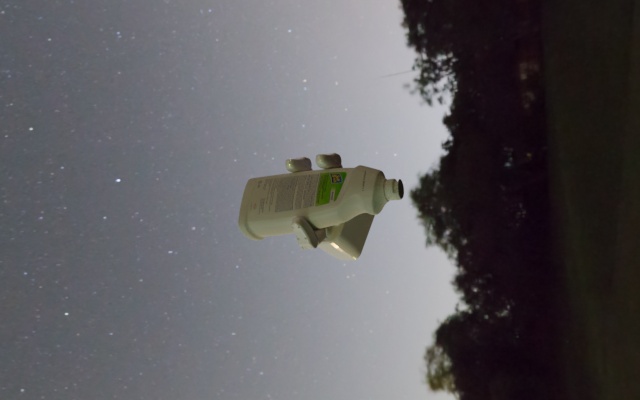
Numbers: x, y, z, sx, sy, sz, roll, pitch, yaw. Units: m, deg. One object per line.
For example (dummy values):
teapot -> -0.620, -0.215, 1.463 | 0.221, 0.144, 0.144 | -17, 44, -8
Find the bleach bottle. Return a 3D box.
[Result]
bleach bottle -> 0.000, 0.002, 0.721 | 0.251, 0.102, 0.068 | -5, -27, 26
